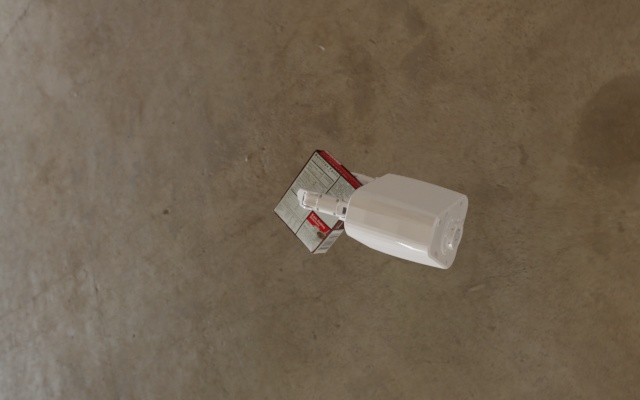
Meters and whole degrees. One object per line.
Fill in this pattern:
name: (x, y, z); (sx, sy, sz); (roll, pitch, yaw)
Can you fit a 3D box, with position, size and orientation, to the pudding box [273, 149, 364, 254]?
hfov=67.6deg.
pudding box: (0.000, 0.002, 0.638); (0.090, 0.113, 0.039); (46, 21, 22)
